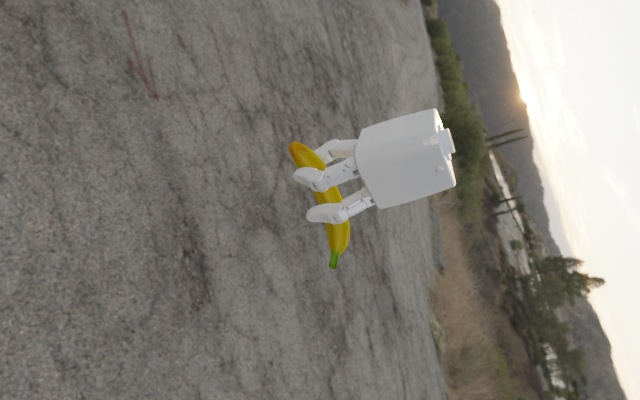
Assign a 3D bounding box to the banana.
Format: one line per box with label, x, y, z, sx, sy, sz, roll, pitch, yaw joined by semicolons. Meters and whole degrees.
banana;0.006;-0.002;0.702;0.037;0.198;0.069;-13;18;22
